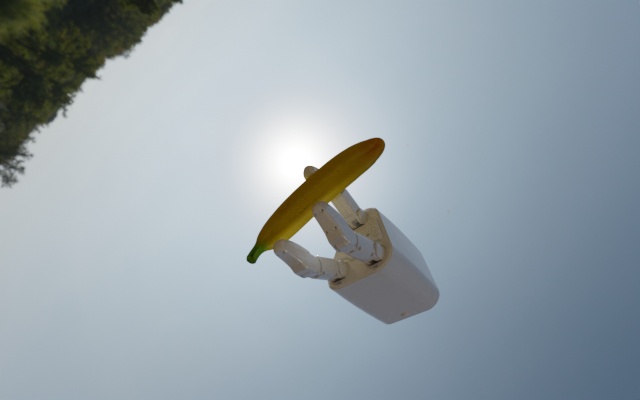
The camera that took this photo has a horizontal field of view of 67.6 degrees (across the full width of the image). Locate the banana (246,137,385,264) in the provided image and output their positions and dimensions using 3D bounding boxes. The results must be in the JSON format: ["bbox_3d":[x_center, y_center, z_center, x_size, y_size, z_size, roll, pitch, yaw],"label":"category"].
[{"bbox_3d":[-0.005,-0.003,0.541,0.037,0.198,0.069,43,10,-21],"label":"banana"}]
